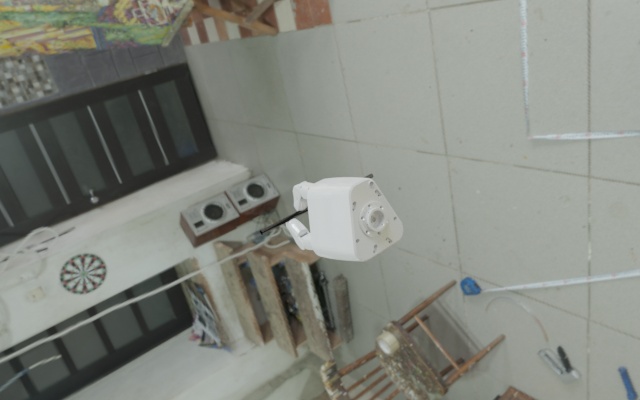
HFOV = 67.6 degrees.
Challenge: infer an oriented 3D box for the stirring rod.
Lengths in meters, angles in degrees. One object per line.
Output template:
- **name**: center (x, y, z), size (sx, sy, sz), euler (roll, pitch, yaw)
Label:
- **stirring rod**: center (0.000, 0.003, 0.810), size (0.239, 0.011, 0.011), euler (-27, 14, -29)
